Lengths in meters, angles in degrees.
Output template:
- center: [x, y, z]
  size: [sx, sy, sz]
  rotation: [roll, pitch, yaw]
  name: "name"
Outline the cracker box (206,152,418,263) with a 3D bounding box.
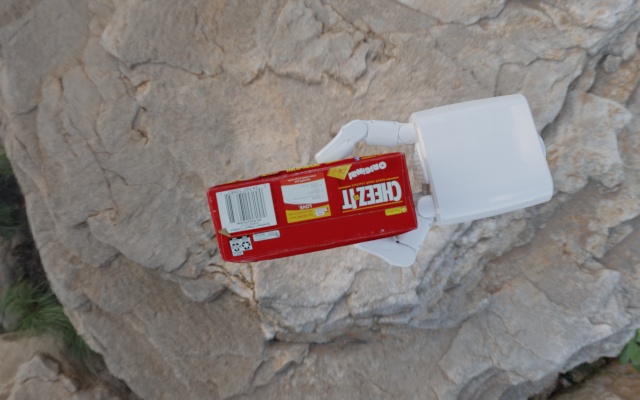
- center: [0.000, 0.001, 0.483]
  size: [0.164, 0.072, 0.213]
  rotation: [-11, 2, 4]
  name: "cracker box"
